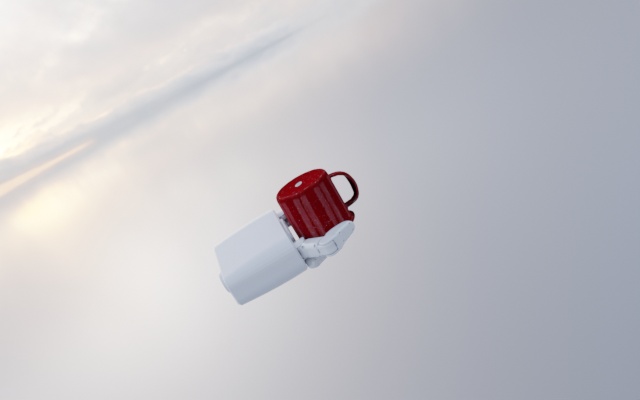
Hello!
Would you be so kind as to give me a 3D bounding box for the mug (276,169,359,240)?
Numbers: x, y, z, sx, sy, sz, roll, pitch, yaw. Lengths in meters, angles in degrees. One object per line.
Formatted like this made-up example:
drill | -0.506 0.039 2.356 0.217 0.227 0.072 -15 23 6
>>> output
mug | 0.001 0.001 0.677 0.117 0.081 0.093 -31 19 -5
